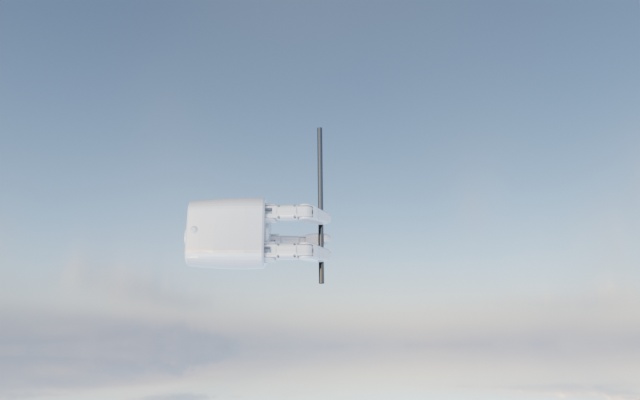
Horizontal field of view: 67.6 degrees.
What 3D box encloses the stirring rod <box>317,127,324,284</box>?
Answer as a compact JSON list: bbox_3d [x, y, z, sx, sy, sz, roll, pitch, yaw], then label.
[{"bbox_3d":[0.000,0.002,0.710,0.011,0.239,0.011,-1,-17,0],"label":"stirring rod"}]
